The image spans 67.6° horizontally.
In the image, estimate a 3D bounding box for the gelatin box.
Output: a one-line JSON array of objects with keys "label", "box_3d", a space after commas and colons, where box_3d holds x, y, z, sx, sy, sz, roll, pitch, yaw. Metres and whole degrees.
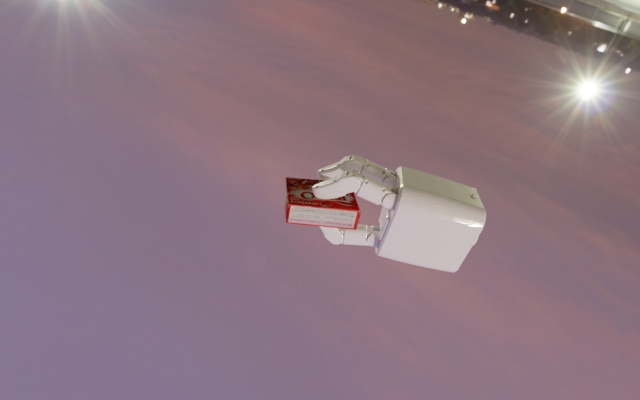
[{"label": "gelatin box", "box_3d": [0.000, 0.002, 0.594, 0.089, 0.030, 0.073, 5, 28, -10]}]
